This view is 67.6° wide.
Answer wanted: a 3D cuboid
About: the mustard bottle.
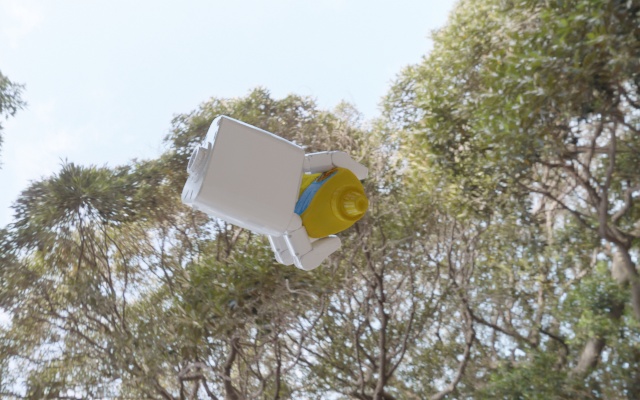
[{"bbox_3d":[0.000,0.002,0.587,0.058,0.096,0.191,48,-19,-19],"label":"mustard bottle"}]
